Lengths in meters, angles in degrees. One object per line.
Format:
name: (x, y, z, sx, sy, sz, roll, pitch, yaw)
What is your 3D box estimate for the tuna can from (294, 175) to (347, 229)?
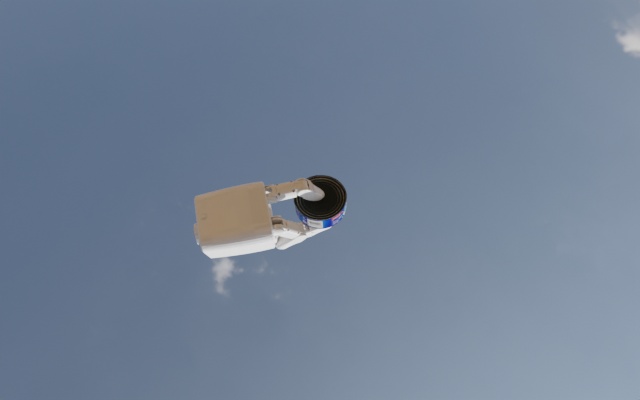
tuna can: (0.000, 0.003, 0.778, 0.086, 0.086, 0.034, 0, -32, 3)
